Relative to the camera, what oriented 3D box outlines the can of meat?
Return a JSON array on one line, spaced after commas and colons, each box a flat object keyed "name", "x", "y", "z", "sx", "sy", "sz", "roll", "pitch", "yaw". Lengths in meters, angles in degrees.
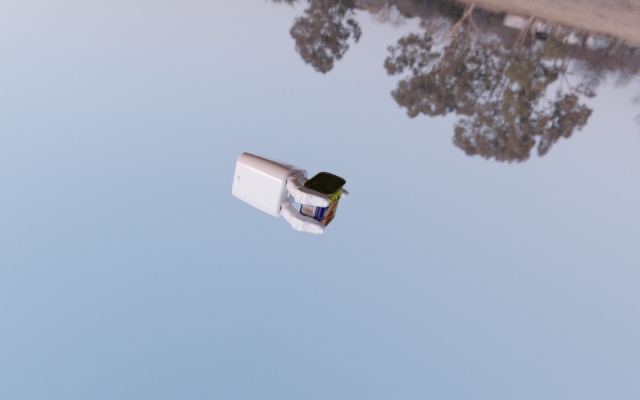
[{"name": "can of meat", "x": 0.000, "y": 0.003, "z": 0.898, "sx": 0.057, "sy": 0.084, "sz": 0.102, "roll": 22, "pitch": 26, "yaw": 15}]
